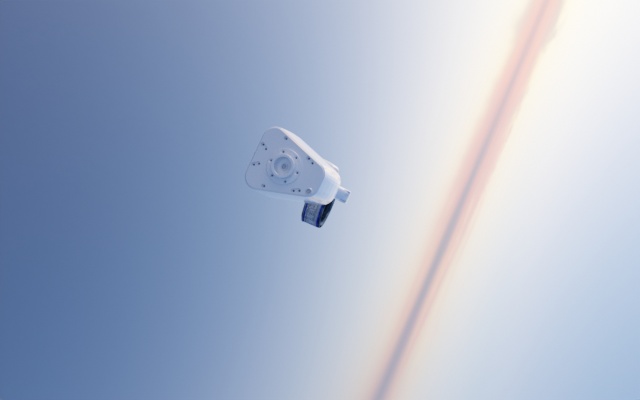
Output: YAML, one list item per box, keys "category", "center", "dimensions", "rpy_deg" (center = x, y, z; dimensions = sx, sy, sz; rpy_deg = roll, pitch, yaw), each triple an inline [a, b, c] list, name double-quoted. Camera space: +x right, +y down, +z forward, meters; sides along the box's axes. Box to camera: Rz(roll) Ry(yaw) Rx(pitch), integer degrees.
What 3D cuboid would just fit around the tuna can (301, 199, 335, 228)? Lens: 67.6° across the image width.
- category: "tuna can"
  center: [0.001, 0.003, 0.814]
  dimensions: [0.034, 0.086, 0.086]
  rpy_deg: [23, 4, 10]
